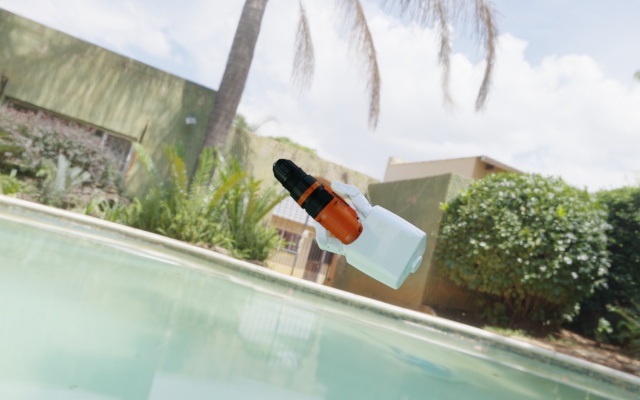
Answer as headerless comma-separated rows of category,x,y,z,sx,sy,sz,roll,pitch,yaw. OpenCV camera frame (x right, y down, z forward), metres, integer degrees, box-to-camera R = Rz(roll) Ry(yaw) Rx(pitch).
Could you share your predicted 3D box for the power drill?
power drill,0.000,0.003,0.846,0.184,0.057,0.187,45,5,7
